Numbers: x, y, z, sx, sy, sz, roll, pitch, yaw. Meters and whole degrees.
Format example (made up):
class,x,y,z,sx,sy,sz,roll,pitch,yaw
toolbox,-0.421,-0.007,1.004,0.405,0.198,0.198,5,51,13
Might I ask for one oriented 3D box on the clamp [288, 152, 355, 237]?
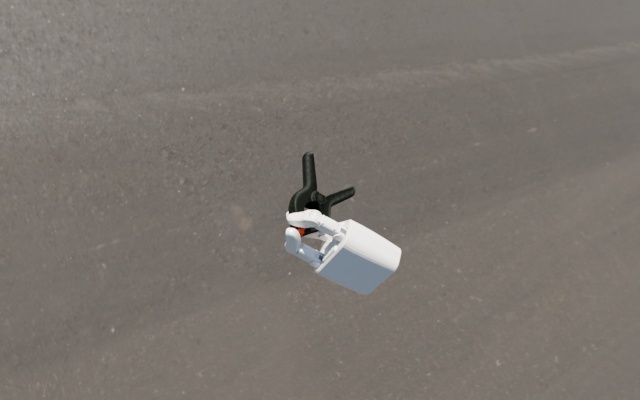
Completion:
class,x,y,z,sx,sy,sz,roll,pitch,yaw
clamp,0.000,0.003,0.850,0.120,0.171,0.039,28,-34,-14
